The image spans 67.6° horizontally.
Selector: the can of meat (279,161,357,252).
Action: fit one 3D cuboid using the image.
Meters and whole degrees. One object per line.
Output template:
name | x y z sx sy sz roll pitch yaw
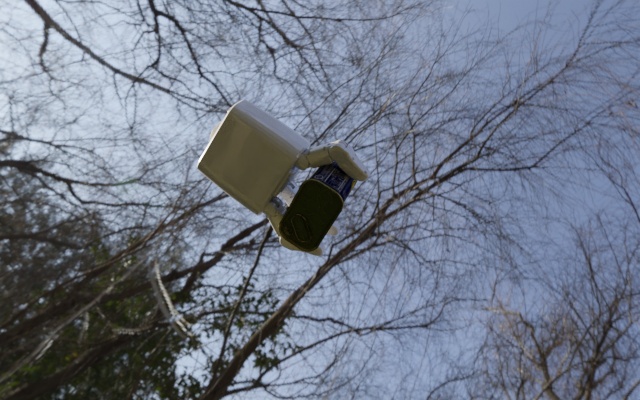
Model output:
can of meat | 0.000 0.002 0.612 0.057 0.102 0.084 33 34 2
